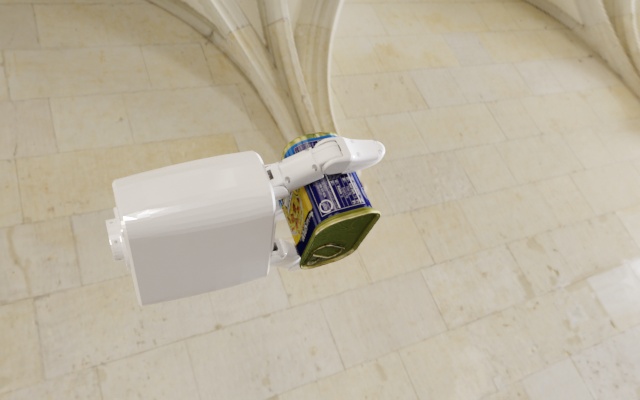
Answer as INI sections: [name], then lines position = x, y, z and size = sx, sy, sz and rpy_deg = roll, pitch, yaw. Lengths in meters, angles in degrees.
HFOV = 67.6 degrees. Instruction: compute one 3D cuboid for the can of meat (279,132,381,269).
[can of meat]
position = 0.000, 0.001, 0.420
size = 0.057, 0.084, 0.102
rpy_deg = -14, -24, -21
